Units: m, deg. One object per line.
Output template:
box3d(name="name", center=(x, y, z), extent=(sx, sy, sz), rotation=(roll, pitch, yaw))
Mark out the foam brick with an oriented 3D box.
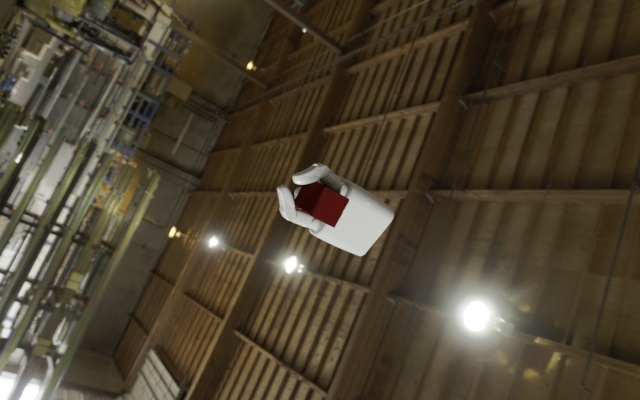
box3d(name="foam brick", center=(0.000, 0.003, 0.770), extent=(0.051, 0.053, 0.078), rotation=(29, 0, -27))
